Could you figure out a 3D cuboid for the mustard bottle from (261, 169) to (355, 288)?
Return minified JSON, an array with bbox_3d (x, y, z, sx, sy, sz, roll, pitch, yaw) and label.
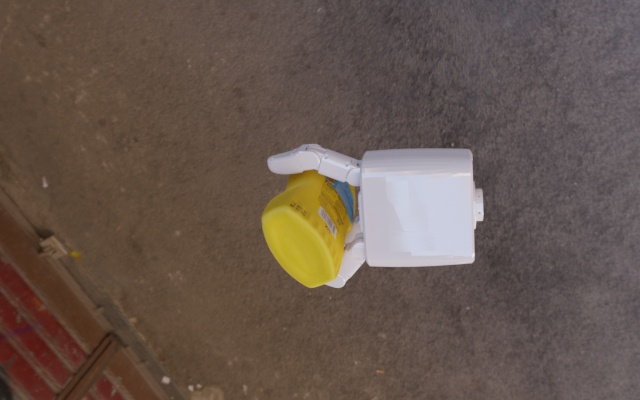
[{"bbox_3d":[0.000,0.002,0.530,0.058,0.096,0.191,-25,20,26],"label":"mustard bottle"}]
